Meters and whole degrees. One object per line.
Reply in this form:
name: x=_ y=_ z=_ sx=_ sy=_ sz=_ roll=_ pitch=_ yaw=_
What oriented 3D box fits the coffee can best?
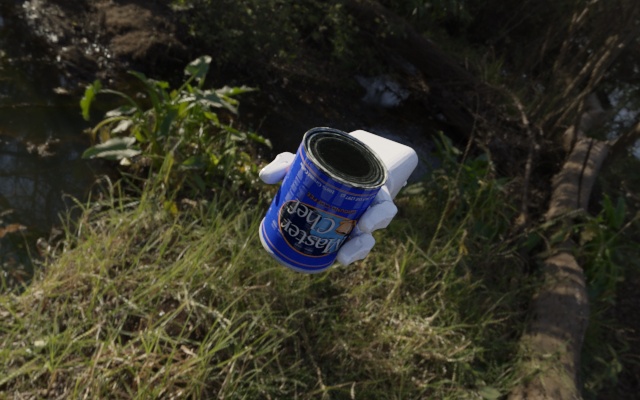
coffee can: x=0.000 y=0.002 z=0.556 sx=0.103 sy=0.140 sz=0.102 roll=19 pitch=36 yaw=-15
